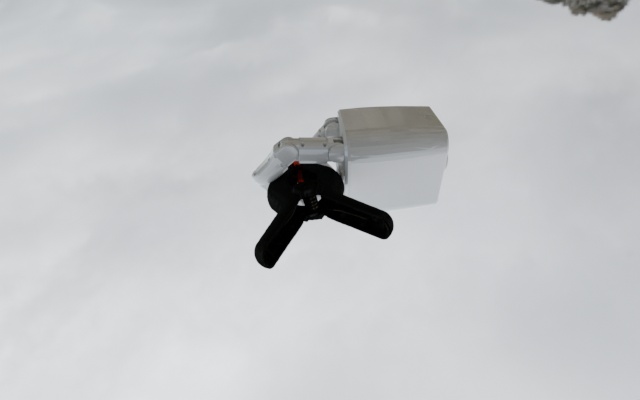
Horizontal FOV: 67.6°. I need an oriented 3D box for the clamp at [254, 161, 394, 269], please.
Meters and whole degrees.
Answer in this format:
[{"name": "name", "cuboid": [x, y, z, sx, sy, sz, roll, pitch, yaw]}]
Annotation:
[{"name": "clamp", "cuboid": [0.000, 0.002, 0.463, 0.120, 0.039, 0.171, -4, 31, -1]}]
